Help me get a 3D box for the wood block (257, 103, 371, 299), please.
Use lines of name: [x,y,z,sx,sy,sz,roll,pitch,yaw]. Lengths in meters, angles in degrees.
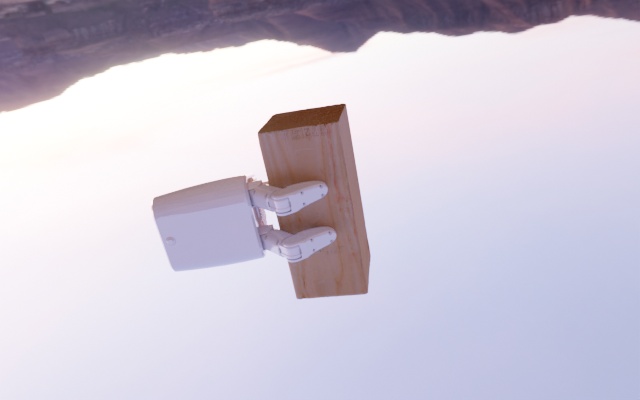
wood block: [0.000,0.002,0.561,0.090,0.206,0.090,-7,23,10]
